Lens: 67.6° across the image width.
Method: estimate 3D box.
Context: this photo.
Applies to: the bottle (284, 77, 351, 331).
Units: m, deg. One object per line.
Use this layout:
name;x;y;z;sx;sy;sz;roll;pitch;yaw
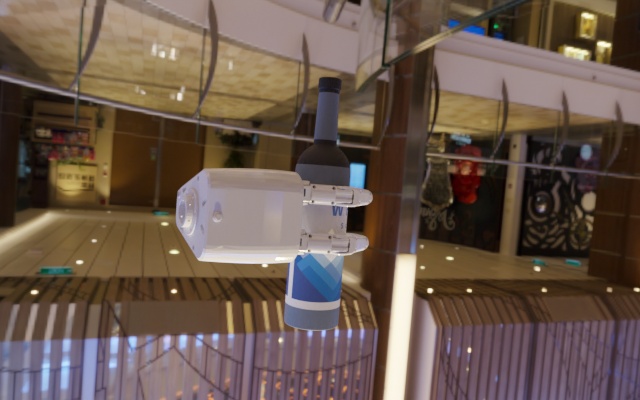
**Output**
bottle;0.000;0.002;0.576;0.069;0.296;0.069;5;3;0
